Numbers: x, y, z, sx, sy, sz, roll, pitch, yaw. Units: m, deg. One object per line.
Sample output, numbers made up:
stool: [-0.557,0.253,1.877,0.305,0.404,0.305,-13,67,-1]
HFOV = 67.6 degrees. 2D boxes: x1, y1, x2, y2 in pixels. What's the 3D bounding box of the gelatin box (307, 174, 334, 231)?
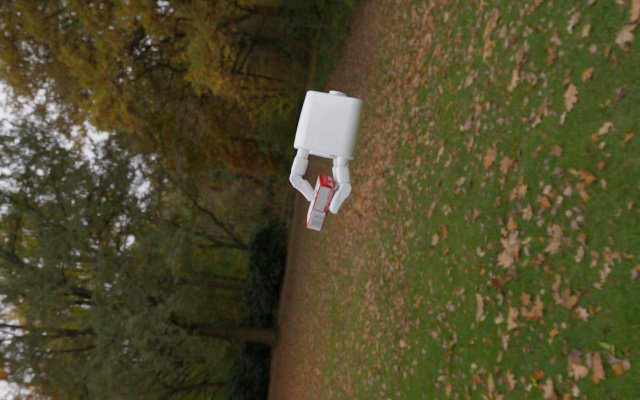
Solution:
gelatin box: [0.000,0.003,0.890,0.030,0.089,0.073,16,16,-5]
